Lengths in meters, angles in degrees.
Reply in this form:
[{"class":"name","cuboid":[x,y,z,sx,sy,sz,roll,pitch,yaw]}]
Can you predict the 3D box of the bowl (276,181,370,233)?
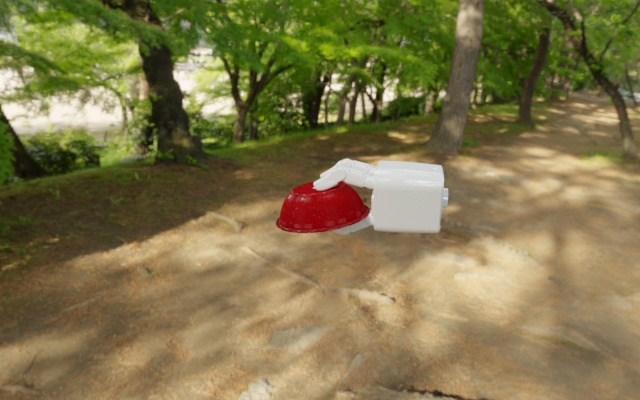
[{"class":"bowl","cuboid":[-0.001,0.002,0.807,0.162,0.055,0.162,-8,15,2]}]
